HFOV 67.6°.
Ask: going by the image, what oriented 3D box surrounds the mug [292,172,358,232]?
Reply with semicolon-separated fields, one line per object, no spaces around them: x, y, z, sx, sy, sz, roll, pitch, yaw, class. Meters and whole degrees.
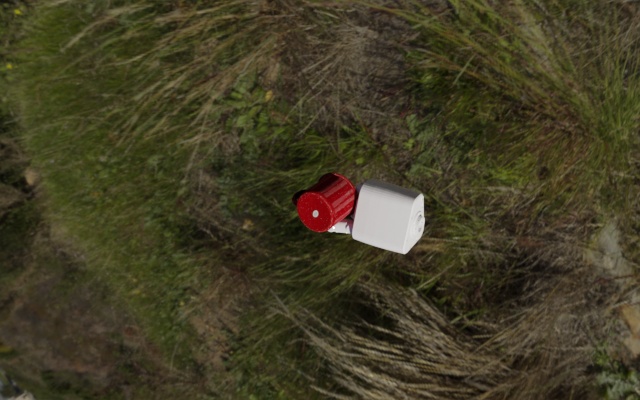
-0.001;0.003;0.881;0.117;0.093;0.081;17;32;28;mug
